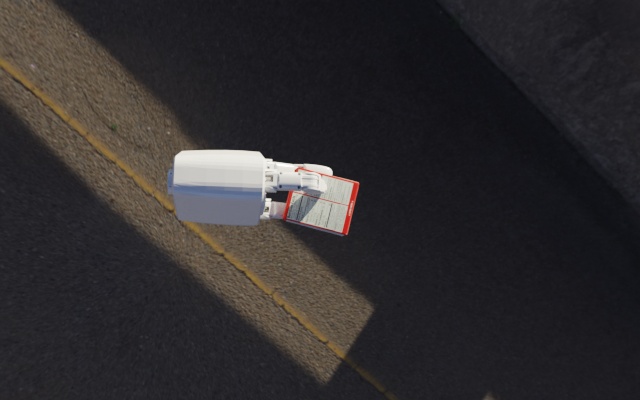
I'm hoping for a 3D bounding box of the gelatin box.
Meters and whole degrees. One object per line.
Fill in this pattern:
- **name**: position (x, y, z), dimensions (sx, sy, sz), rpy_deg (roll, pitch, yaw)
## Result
- **gelatin box**: position (0.000, 0.002, 0.641), dimensions (0.089, 0.073, 0.030), rpy_deg (14, -9, -4)
